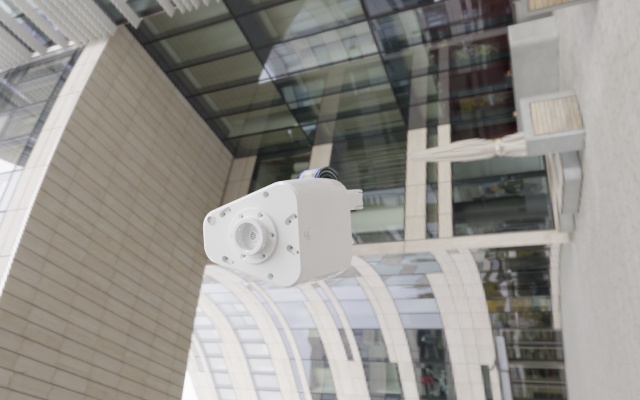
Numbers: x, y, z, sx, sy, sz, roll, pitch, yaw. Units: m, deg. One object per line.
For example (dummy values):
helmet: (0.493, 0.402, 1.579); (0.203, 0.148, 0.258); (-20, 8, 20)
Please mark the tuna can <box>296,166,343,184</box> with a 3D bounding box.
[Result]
tuna can: (0.000, 0.002, 0.596); (0.034, 0.086, 0.086); (-7, -3, 28)
